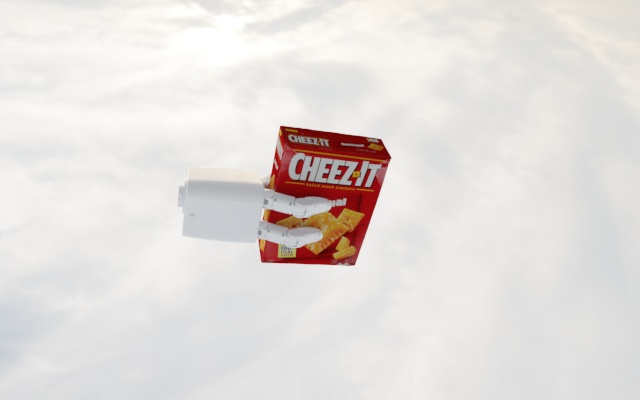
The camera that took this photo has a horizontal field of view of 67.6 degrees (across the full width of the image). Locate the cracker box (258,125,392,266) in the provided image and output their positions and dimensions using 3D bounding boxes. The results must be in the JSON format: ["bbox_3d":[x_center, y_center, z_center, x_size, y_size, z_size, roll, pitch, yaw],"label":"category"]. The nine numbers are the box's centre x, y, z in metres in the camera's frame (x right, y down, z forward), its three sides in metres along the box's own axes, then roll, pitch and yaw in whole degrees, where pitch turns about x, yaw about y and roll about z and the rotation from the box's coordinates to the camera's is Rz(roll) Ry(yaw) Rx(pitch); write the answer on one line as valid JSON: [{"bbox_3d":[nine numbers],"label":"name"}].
[{"bbox_3d":[0.000,0.002,0.747,0.164,0.214,0.072,5,33,-16],"label":"cracker box"}]
